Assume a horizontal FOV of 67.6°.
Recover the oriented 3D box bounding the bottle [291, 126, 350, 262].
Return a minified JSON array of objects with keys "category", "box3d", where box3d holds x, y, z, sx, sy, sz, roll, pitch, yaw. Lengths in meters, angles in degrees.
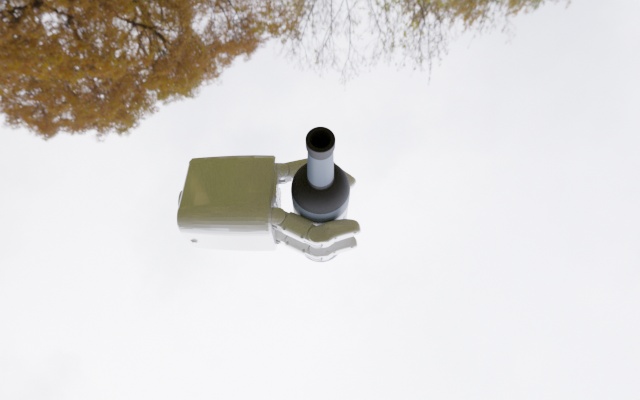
[{"category":"bottle","box3d":[0.000,0.002,0.565,0.069,0.069,0.296,0,-23,0]}]
